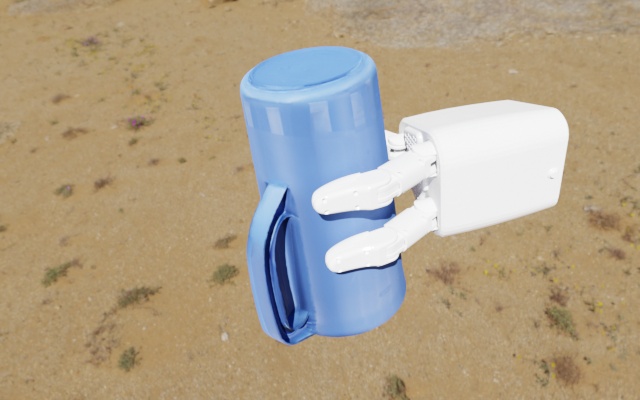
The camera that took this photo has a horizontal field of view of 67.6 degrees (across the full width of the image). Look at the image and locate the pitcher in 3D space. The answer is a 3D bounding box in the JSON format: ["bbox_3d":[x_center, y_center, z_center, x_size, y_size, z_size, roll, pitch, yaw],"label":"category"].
[{"bbox_3d":[0.000,0.001,0.426,0.145,0.243,0.149,-12,33,-3],"label":"pitcher"}]
